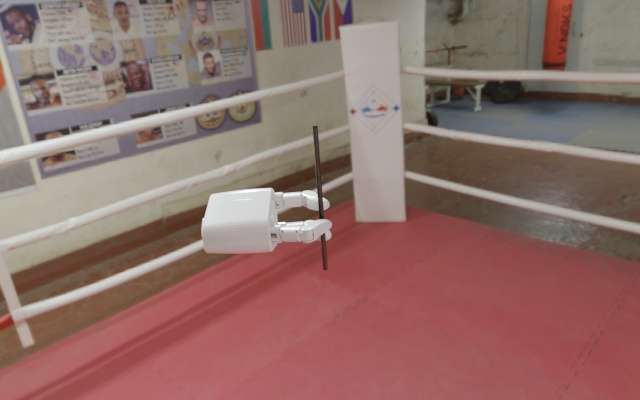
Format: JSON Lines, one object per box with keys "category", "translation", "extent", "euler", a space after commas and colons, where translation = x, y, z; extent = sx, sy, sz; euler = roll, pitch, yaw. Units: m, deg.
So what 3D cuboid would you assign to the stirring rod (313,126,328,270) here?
{"category": "stirring rod", "translation": [0.000, 0.003, 0.750], "extent": [0.011, 0.240, 0.011], "euler": [-4, 22, 1]}
